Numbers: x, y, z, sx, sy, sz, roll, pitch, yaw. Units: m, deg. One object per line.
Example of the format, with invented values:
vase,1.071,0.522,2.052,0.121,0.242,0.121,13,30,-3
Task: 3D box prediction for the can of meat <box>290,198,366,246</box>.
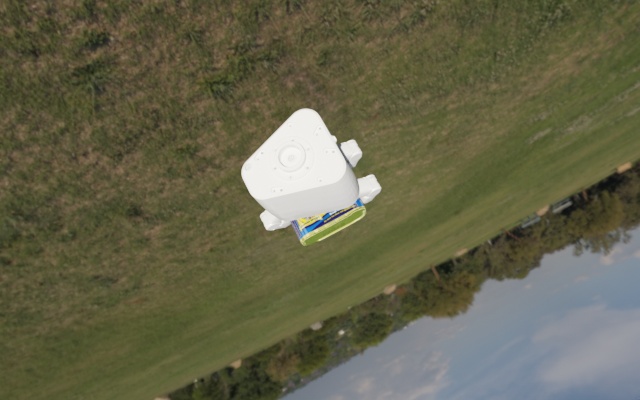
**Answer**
can of meat,0.000,0.002,0.644,0.102,0.084,0.057,-28,-17,0
